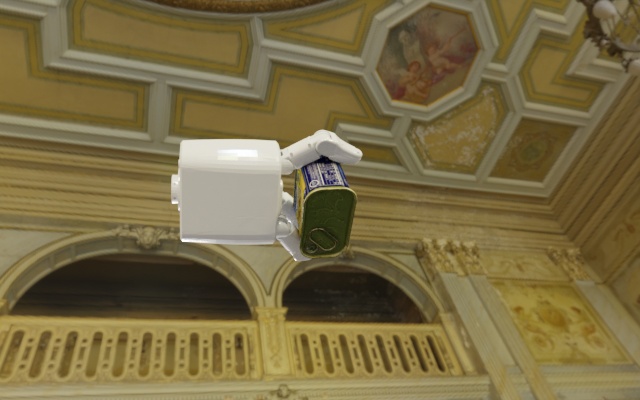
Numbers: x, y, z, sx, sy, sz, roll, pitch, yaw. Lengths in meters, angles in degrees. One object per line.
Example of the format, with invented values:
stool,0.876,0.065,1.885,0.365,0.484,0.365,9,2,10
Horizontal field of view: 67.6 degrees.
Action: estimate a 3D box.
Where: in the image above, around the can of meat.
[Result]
can of meat,0.000,0.002,0.554,0.057,0.102,0.084,-3,39,-12
